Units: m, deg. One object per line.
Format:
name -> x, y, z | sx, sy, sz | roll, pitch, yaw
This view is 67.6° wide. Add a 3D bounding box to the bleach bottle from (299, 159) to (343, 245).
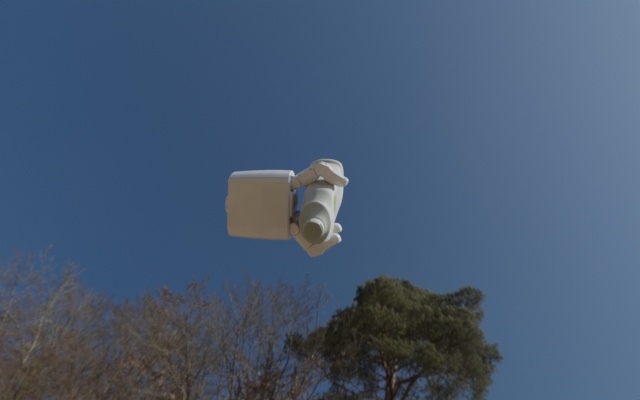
bleach bottle -> 0.000, 0.003, 0.814 | 0.068, 0.102, 0.250 | 1, 16, 5
